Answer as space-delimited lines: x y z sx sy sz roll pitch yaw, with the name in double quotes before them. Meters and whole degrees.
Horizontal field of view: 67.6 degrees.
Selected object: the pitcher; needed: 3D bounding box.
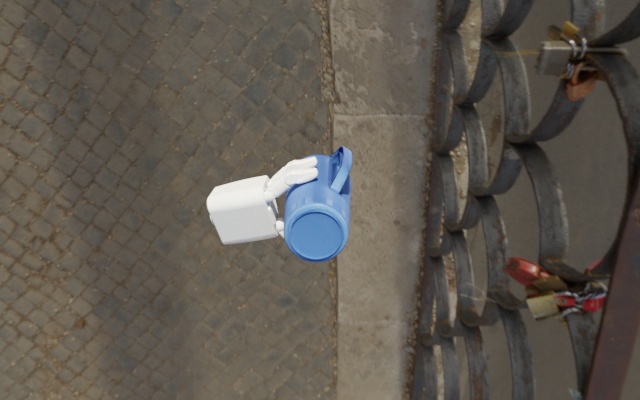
"pitcher" 0.000 0.003 0.880 0.145 0.149 0.242 -10 21 5
